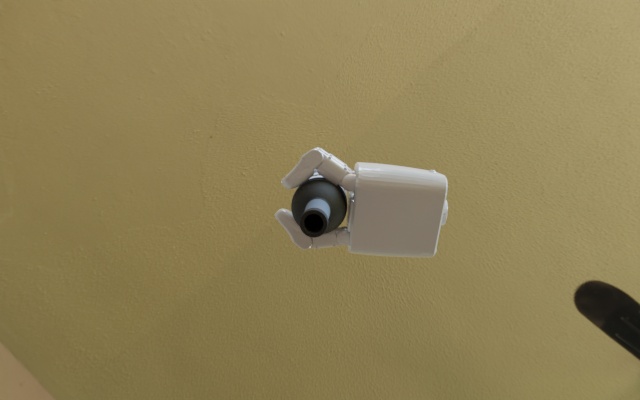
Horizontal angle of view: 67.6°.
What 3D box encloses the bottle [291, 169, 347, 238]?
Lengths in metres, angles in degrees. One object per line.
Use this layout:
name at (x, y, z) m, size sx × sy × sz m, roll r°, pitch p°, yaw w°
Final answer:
bottle at (0.000, 0.002, 0.599) m, size 0.069 × 0.069 × 0.295 m, roll 0°, pitch 8°, yaw 3°
